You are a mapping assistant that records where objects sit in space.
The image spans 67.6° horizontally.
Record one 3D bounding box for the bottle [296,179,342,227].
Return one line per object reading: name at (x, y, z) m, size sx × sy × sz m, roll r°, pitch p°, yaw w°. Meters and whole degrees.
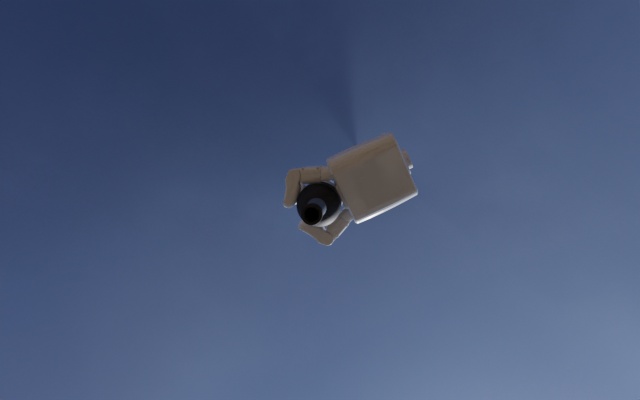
bottle at (0.000, 0.002, 0.746) m, size 0.069 × 0.069 × 0.295 m, roll 0°, pitch 6°, yaw 4°
